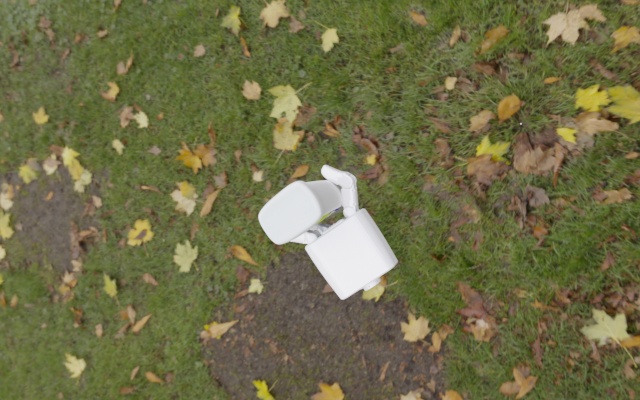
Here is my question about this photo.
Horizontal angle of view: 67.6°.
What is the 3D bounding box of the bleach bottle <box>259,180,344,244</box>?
[{"bbox_3d":[0.000,0.003,0.790,0.102,0.068,0.251,-36,-6,23],"label":"bleach bottle"}]
